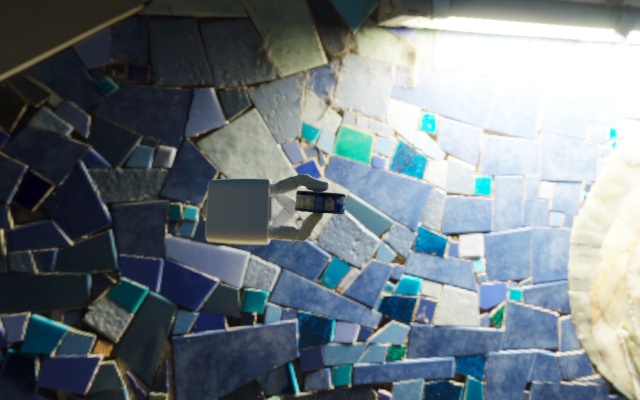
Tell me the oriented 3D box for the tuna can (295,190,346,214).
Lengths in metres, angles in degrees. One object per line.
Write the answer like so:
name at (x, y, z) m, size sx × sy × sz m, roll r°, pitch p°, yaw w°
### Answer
tuna can at (0.000, 0.002, 0.806) m, size 0.086 × 0.034 × 0.086 m, roll 4°, pitch 3°, yaw 0°
